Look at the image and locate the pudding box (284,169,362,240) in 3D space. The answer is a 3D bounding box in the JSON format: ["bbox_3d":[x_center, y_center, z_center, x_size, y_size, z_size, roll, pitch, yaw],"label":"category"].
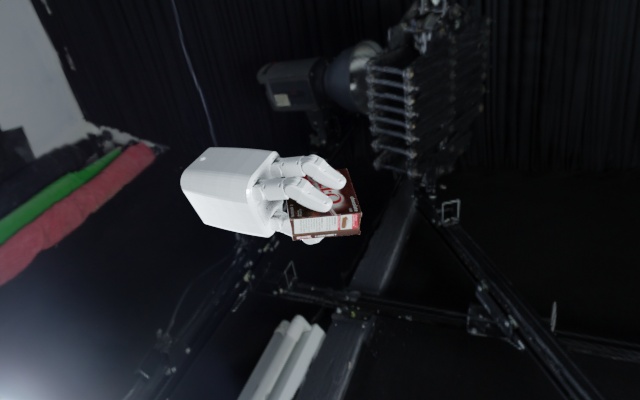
[{"bbox_3d":[0.000,0.002,0.628,0.090,0.039,0.113,-6,36,-5],"label":"pudding box"}]
